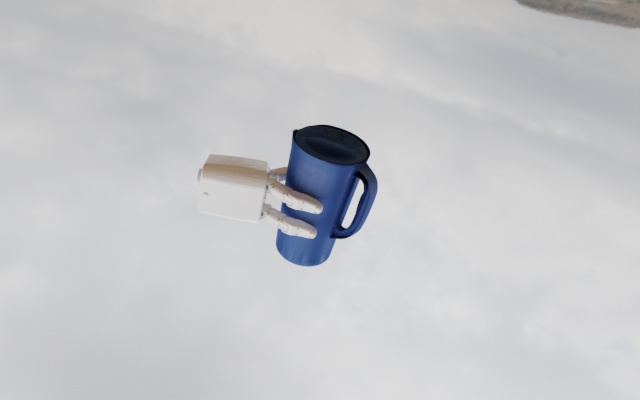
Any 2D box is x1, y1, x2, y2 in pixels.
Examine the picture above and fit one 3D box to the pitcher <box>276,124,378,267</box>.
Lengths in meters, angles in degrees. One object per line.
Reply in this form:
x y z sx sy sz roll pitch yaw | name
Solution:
0.000 0.003 0.841 0.145 0.243 0.149 9 34 -10 | pitcher
